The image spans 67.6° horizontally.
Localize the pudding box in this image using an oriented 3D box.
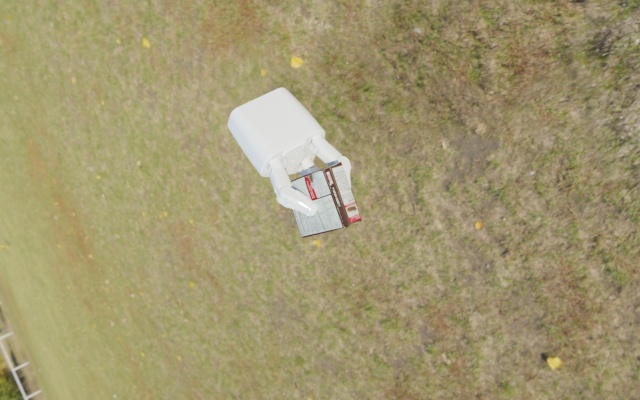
[{"bbox_3d":[0.000,0.002,0.697,0.039,0.090,0.113,-22,3,-35],"label":"pudding box"}]
